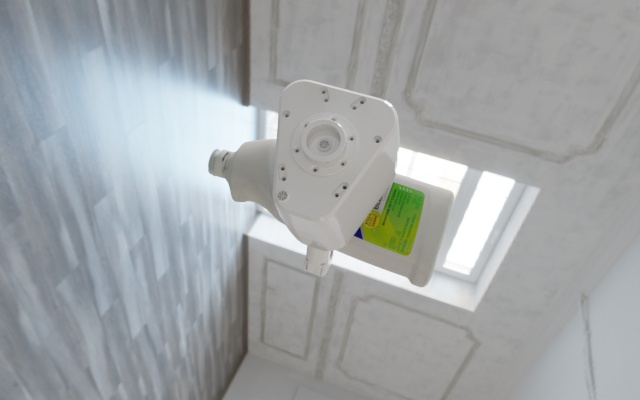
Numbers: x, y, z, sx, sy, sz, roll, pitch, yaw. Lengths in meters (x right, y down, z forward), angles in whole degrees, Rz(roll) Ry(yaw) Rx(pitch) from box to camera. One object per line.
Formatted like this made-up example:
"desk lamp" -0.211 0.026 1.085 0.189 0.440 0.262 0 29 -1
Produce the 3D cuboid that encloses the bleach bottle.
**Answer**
"bleach bottle" 0.000 0.002 0.491 0.251 0.102 0.068 17 -13 10
